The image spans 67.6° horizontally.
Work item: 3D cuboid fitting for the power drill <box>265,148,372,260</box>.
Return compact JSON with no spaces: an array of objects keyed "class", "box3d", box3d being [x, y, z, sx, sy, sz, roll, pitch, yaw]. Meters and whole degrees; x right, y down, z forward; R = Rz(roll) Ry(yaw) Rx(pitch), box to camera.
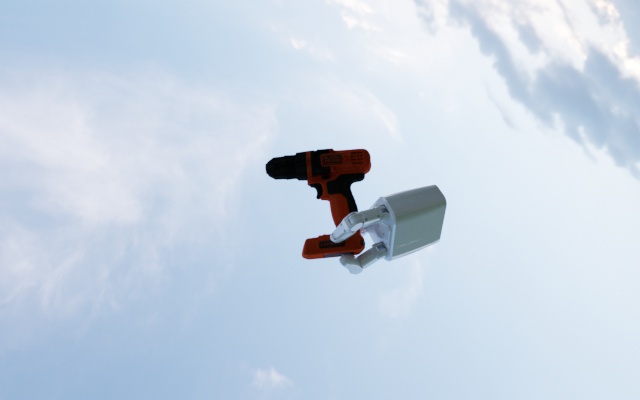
[{"class":"power drill","box3d":[0.000,0.003,0.810,0.184,0.187,0.057,-5,-14,4]}]
